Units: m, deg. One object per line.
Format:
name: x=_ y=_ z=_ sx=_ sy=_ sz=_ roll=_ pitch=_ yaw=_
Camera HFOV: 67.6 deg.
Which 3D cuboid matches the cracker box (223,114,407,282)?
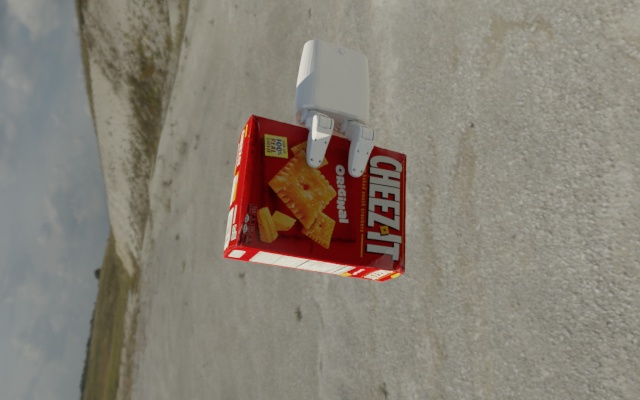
cracker box: x=0.000 y=0.002 z=0.591 sx=0.214 sy=0.164 sz=0.072 roll=12 pitch=-21 yaw=-19
